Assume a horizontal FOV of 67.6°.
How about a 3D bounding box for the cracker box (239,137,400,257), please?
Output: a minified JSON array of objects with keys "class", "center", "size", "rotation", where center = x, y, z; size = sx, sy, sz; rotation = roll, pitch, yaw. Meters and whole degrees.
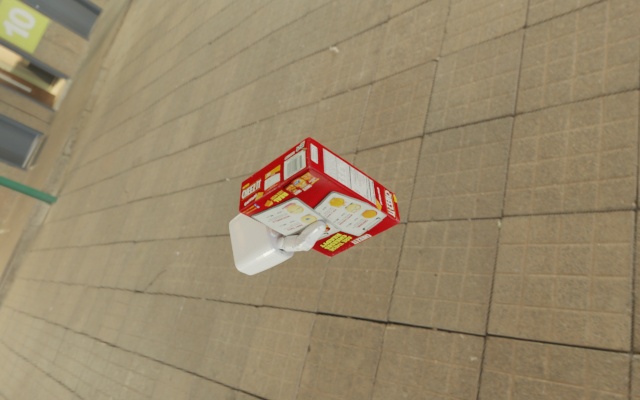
[{"class":"cracker box","center":[0.000,0.003,0.789],"size":[0.164,0.072,0.214],"rotation":[-30,-44,34]}]
